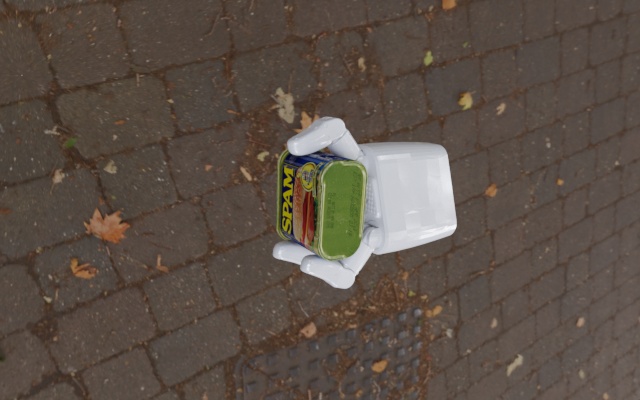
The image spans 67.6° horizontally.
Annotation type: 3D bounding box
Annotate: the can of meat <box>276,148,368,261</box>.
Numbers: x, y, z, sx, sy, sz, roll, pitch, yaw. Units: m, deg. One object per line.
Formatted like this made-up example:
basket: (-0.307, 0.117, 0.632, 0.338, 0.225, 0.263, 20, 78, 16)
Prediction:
can of meat: (0.000, 0.002, 0.476, 0.057, 0.102, 0.084, -5, 15, -31)
